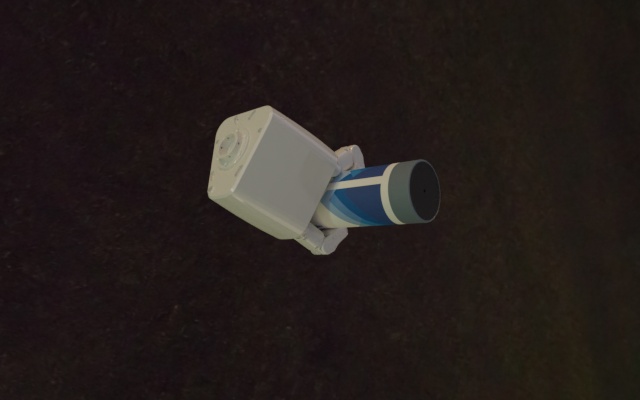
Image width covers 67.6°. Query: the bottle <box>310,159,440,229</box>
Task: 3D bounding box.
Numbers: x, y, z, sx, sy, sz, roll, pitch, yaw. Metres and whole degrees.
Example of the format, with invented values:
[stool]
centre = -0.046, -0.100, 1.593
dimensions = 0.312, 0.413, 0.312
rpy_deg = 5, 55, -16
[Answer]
[bottle]
centre = 0.000, 0.002, 0.595
dimensions = 0.296, 0.069, 0.069
rpy_deg = -6, -4, 42
